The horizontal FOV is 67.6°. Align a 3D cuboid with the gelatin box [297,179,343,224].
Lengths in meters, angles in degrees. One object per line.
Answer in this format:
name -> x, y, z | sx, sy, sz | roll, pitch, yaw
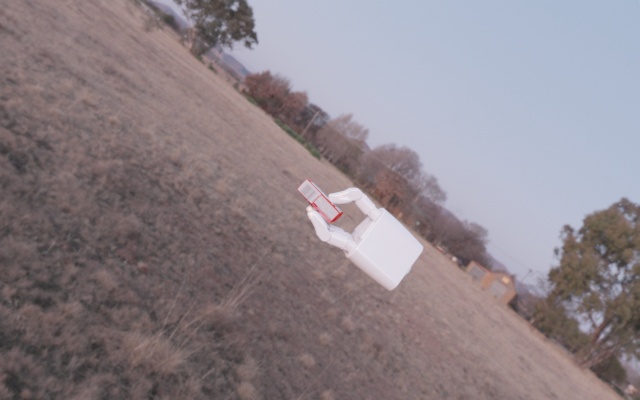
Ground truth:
gelatin box -> 0.000, 0.002, 0.875 | 0.030, 0.089, 0.073 | -44, -4, 3
